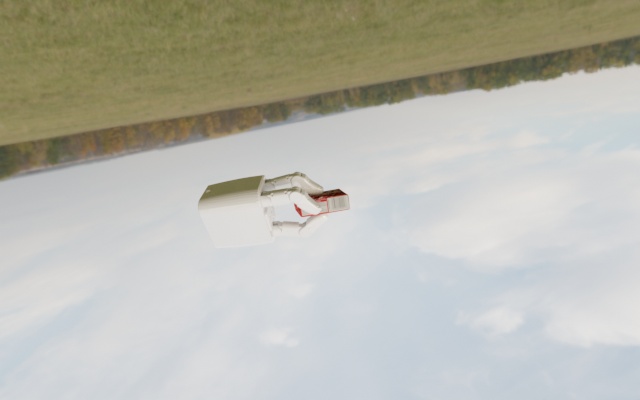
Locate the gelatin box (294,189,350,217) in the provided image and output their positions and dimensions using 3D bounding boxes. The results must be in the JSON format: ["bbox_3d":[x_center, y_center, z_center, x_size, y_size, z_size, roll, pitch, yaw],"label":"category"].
[{"bbox_3d":[0.001,0.003,0.838,0.089,0.030,0.073,-9,10,-8],"label":"gelatin box"}]
